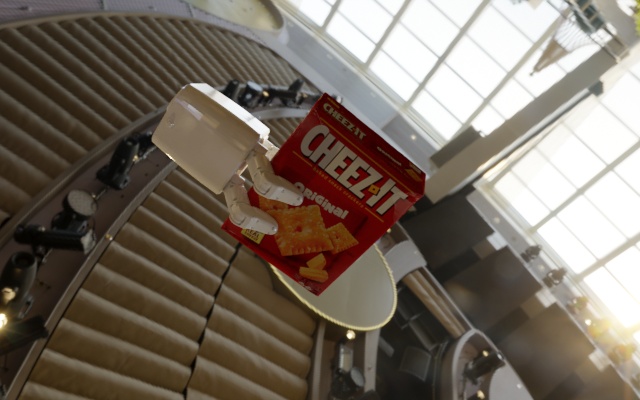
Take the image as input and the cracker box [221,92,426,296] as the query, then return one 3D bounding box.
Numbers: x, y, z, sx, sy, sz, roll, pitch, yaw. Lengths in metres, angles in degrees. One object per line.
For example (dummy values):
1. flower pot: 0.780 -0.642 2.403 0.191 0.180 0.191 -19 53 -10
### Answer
1. cracker box: 0.000 0.002 0.605 0.164 0.214 0.072 37 29 -8
